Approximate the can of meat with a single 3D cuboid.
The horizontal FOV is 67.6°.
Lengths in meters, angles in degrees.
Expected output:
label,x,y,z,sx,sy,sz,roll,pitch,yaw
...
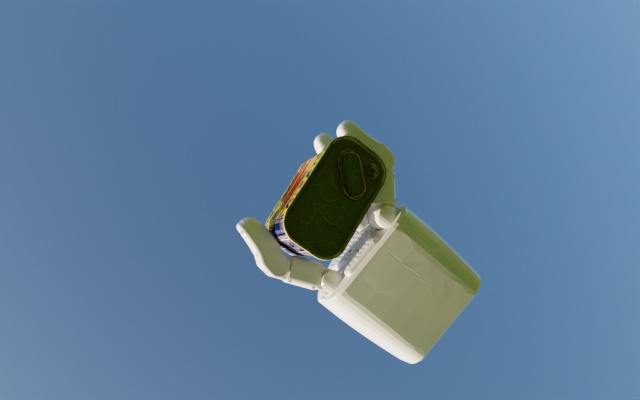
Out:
label,x,y,z,sx,sy,sz,roll,pitch,yaw
can of meat,0.000,0.001,0.421,0.057,0.102,0.084,35,-16,-12
